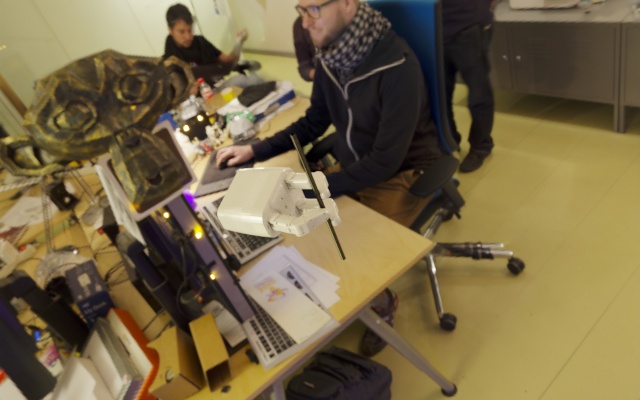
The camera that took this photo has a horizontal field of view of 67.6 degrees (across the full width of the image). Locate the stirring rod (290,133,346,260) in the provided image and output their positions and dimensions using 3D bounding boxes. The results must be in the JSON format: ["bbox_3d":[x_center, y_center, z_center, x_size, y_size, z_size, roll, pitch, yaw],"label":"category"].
[{"bbox_3d":[0.000,0.002,0.718,0.011,0.240,0.011,-15,34,11],"label":"stirring rod"}]
